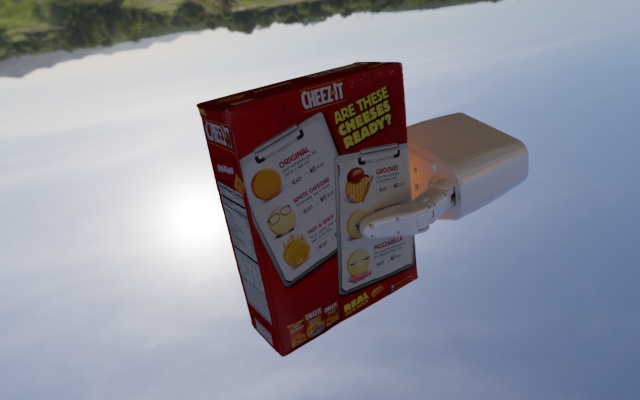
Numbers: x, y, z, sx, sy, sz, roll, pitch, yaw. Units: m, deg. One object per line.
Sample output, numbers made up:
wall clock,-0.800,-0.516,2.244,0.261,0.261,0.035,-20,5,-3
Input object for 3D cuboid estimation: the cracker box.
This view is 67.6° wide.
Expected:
cracker box,0.000,0.002,0.421,0.164,0.214,0.072,-23,26,-29
